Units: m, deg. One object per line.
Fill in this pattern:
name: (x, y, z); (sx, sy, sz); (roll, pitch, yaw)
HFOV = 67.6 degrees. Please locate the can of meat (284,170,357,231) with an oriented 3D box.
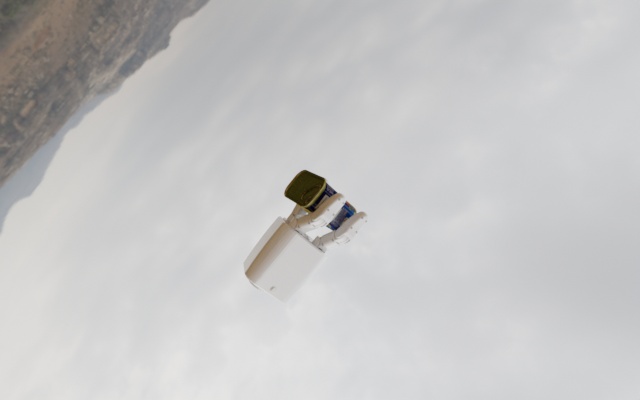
can of meat: (0.000, 0.003, 0.782); (0.084, 0.057, 0.102); (41, -7, -29)
